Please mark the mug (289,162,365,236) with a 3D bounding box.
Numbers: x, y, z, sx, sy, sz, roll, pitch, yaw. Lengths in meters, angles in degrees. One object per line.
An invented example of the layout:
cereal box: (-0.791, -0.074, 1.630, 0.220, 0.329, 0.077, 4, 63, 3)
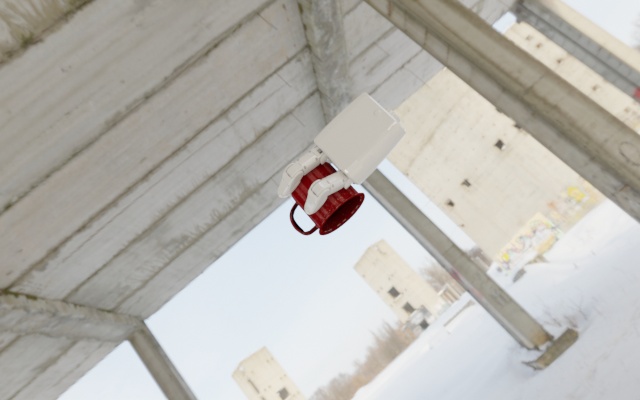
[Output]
mug: (-0.001, 0.003, 0.746, 0.081, 0.117, 0.093, 48, 9, 19)
